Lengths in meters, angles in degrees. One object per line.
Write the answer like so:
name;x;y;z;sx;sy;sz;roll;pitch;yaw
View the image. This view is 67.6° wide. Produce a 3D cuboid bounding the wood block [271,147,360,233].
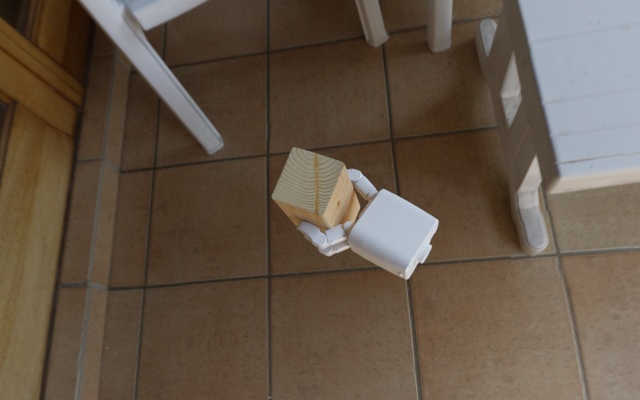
wood block;0.001;0.002;0.808;0.090;0.090;0.206;18;-14;17
